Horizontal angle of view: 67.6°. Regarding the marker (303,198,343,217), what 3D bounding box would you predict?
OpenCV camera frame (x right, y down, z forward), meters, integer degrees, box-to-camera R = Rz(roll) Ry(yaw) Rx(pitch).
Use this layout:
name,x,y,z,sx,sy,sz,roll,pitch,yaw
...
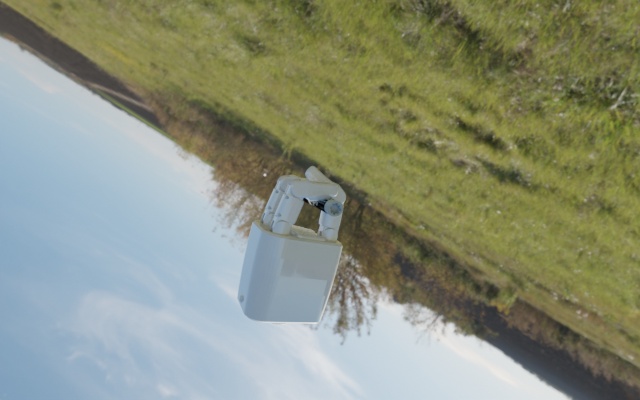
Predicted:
name,x,y,z,sx,sy,sz,roll,pitch,yaw
marker,0.000,0.002,0.600,0.020,0.020,0.121,0,8,-17
